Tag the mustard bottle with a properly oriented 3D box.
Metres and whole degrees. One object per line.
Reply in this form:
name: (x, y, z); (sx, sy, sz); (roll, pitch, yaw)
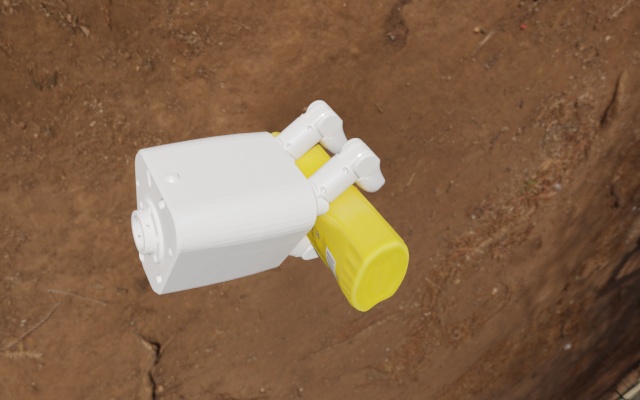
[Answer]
mustard bottle: (0.000, 0.001, 0.431); (0.058, 0.191, 0.096); (-28, -34, -14)
